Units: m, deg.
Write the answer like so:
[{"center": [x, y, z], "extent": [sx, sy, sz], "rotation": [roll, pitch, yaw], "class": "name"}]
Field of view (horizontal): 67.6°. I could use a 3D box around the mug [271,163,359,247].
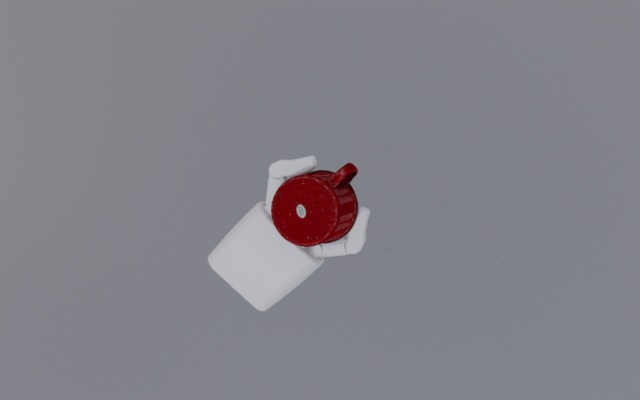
[{"center": [0.001, 0.001, 0.562], "extent": [0.117, 0.093, 0.081], "rotation": [-45, -8, 13], "class": "mug"}]
